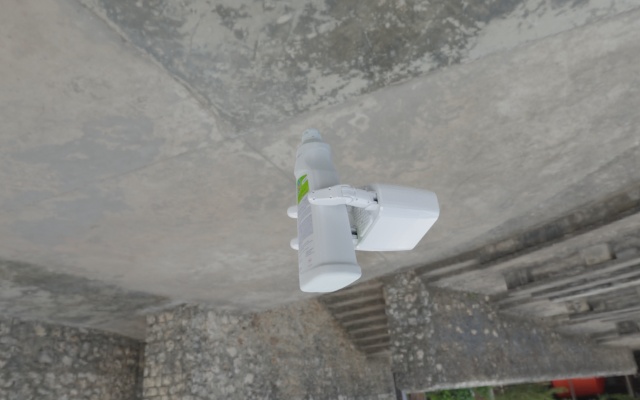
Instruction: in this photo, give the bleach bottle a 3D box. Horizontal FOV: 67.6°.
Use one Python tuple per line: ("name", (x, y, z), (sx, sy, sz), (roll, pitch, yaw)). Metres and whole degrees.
("bleach bottle", (0.000, 0.002, 0.710), (0.068, 0.250, 0.103), (5, -26, -24))
